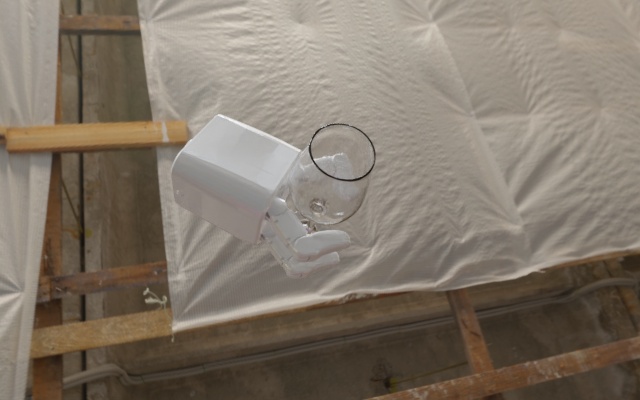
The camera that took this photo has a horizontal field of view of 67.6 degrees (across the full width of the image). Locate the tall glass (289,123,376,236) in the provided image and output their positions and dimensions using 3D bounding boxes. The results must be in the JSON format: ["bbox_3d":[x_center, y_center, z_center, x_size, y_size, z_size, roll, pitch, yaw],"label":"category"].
[{"bbox_3d":[0.000,0.002,0.509,0.079,0.079,0.201,0,-27,-13],"label":"tall glass"}]
